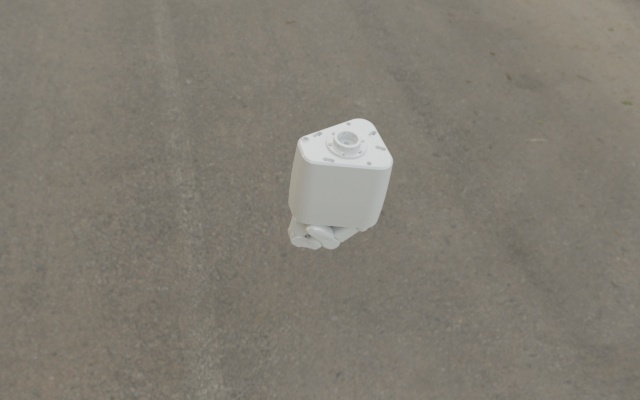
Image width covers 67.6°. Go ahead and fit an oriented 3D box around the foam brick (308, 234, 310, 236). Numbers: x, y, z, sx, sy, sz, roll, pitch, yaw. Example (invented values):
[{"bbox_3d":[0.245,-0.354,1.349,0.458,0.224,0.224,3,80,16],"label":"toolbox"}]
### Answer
[{"bbox_3d":[0.000,0.002,0.670,0.053,0.078,0.051,-9,-40,-16],"label":"foam brick"}]
